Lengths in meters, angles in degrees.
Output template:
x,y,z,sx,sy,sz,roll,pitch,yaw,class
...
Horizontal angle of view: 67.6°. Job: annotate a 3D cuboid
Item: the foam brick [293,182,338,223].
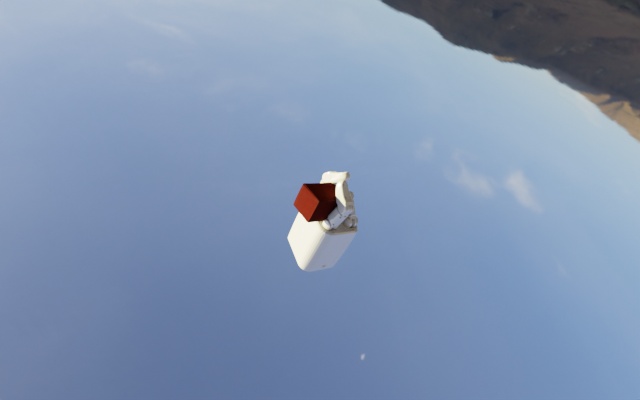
x,y,z,sx,sy,sz,roll,pitch,yaw,class
0.000,0.003,0.874,0.078,0.051,0.053,-3,43,-44,foam brick
